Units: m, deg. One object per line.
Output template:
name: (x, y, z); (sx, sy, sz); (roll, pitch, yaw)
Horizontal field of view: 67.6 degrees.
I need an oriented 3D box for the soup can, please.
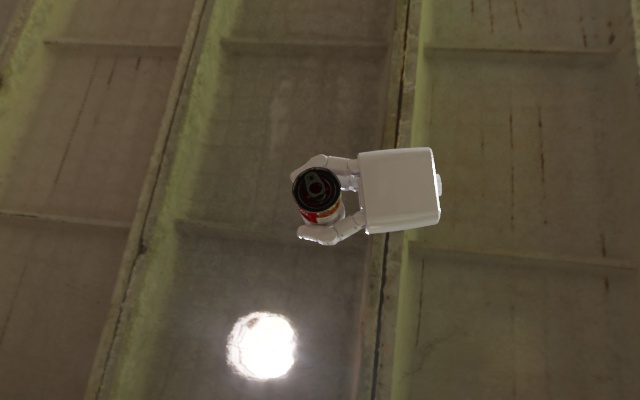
soup can: (0.000, 0.003, 0.696); (0.068, 0.068, 0.102); (0, -21, 7)
